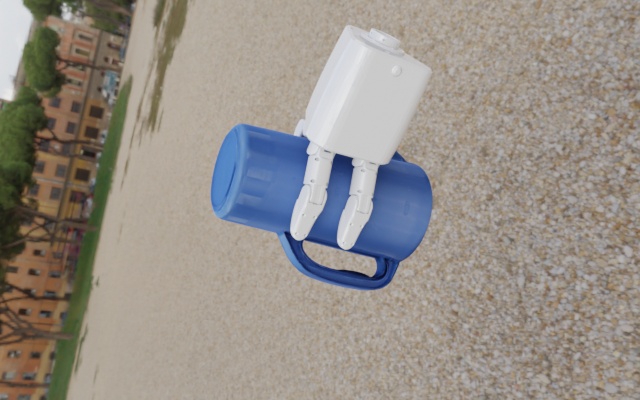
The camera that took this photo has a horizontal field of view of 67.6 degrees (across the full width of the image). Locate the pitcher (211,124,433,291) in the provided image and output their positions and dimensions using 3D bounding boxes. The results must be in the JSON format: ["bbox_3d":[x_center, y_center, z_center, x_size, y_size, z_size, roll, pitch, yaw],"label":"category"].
[{"bbox_3d":[0.000,0.002,0.565,0.243,0.145,0.149,13,28,-25],"label":"pitcher"}]
